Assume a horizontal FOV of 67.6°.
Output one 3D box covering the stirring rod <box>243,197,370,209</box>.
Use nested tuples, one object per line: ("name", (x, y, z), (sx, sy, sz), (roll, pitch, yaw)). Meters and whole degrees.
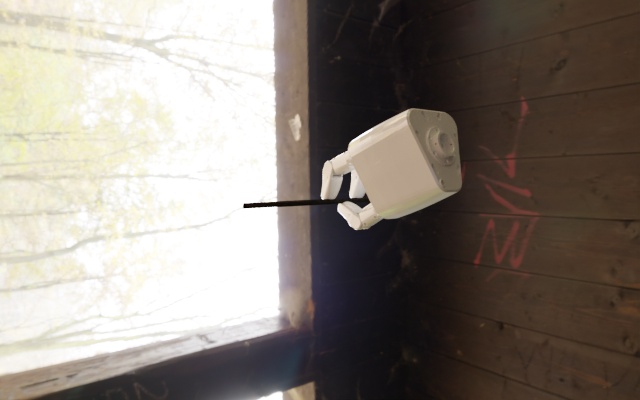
("stirring rod", (0.000, 0.002, 0.664), (0.239, 0.011, 0.011), (-3, 2, -38))
